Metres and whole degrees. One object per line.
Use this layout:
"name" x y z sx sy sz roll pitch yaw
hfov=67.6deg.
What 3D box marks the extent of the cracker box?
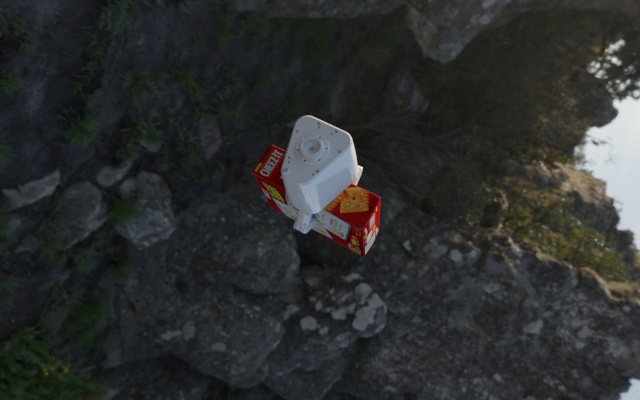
"cracker box" 0.000 0.003 0.851 0.213 0.072 0.164 28 -17 16
